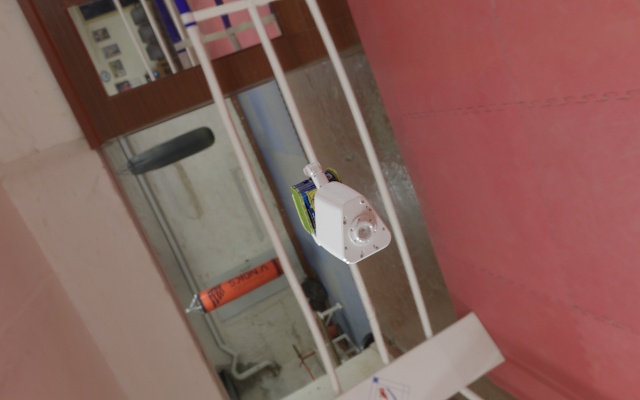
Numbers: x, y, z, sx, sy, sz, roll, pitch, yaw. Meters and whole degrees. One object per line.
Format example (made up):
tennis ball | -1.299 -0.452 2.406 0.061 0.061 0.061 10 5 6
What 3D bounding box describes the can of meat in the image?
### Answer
can of meat | 0.000 0.003 0.888 0.084 0.102 0.057 -25 24 -15
